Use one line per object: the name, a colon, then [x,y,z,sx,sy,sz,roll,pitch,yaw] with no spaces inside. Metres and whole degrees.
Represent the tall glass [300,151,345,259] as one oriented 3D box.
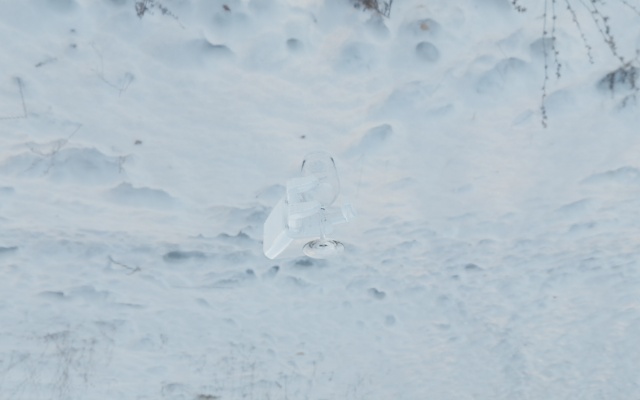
tall glass: [0.000,0.003,0.895,0.079,0.201,0.079,-2,-33,-2]
